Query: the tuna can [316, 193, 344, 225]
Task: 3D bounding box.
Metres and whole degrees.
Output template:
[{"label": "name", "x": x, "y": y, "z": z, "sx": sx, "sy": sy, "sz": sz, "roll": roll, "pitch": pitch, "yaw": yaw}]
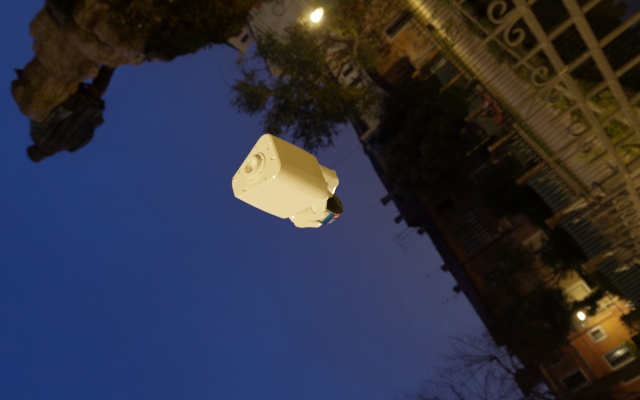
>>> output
[{"label": "tuna can", "x": 0.000, "y": 0.003, "z": 0.890, "sx": 0.034, "sy": 0.086, "sz": 0.086, "roll": -45, "pitch": -22, "yaw": 24}]
